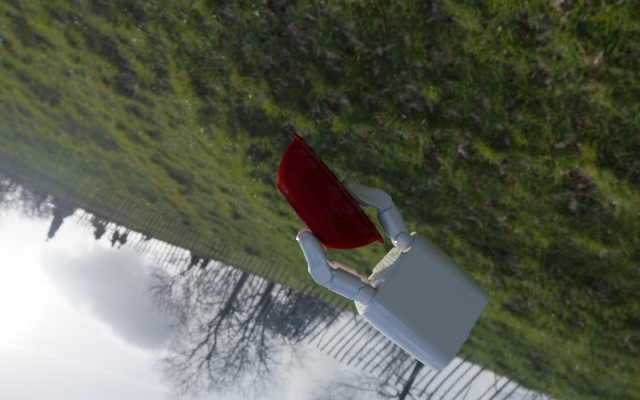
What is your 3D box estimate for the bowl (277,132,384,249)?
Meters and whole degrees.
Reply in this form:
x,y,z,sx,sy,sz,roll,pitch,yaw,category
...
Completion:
x,y,z,sx,sy,sz,roll,pitch,yaw,category
-0.001,0.001,0.541,0.055,0.162,0.162,-39,0,0,bowl
